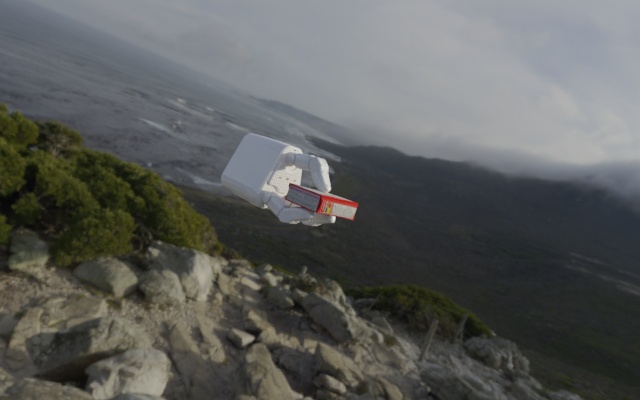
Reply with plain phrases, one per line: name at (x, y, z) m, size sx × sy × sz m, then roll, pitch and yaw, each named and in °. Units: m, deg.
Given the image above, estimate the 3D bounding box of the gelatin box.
gelatin box at (0.000, 0.002, 0.725) m, size 0.073 × 0.030 × 0.089 m, roll 13°, pitch 4°, yaw -39°
